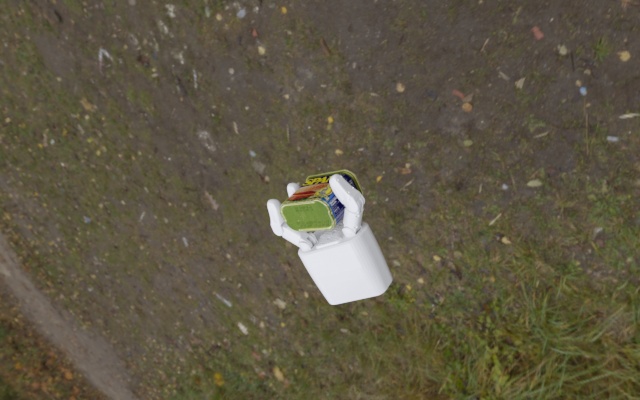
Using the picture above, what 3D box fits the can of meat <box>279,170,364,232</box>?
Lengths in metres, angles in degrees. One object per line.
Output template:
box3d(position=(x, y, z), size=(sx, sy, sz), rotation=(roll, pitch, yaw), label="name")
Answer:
box3d(position=(0.000, 0.002, 0.721), size=(0.102, 0.057, 0.084), rotation=(-7, 28, 41), label="can of meat")
